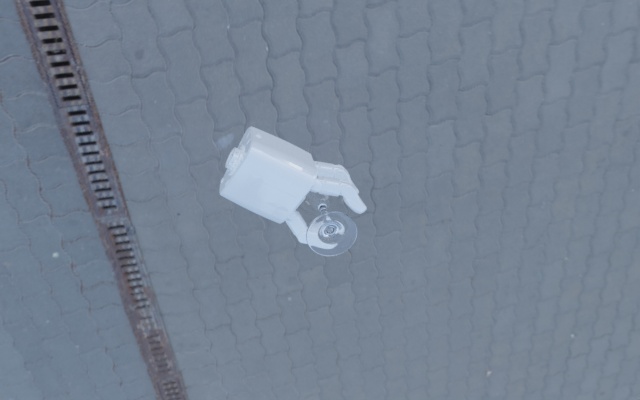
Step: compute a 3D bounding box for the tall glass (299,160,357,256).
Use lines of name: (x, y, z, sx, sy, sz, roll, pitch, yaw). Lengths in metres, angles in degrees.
tall glass: (0.000, 0.003, 0.767, 0.079, 0.079, 0.201, 0, 28, -10)
